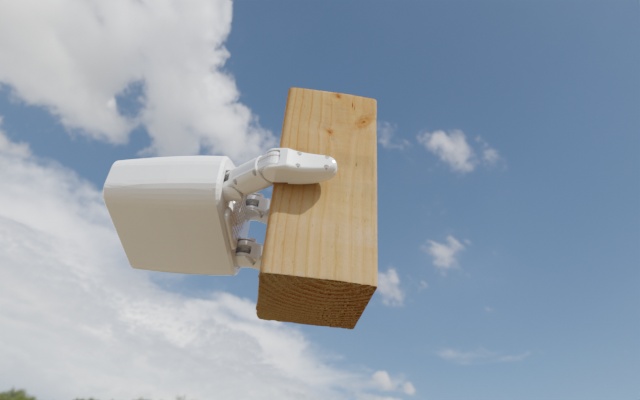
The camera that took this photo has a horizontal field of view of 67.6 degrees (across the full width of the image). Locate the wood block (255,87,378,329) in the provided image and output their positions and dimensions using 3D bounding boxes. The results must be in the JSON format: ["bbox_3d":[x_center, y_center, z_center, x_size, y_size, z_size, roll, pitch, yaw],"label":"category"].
[{"bbox_3d":[0.000,0.001,0.445,0.090,0.206,0.091,8,-36,-4],"label":"wood block"}]
